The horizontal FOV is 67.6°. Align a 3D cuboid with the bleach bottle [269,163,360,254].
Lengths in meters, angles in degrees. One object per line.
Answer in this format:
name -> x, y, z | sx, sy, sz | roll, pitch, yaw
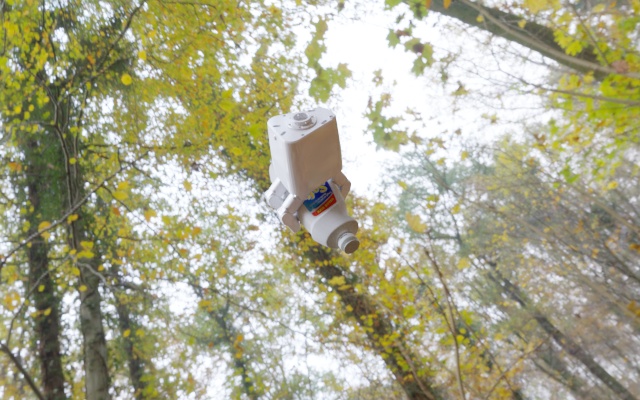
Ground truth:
bleach bottle -> 0.000, 0.003, 0.843 | 0.102, 0.068, 0.250 | -22, 42, -17
